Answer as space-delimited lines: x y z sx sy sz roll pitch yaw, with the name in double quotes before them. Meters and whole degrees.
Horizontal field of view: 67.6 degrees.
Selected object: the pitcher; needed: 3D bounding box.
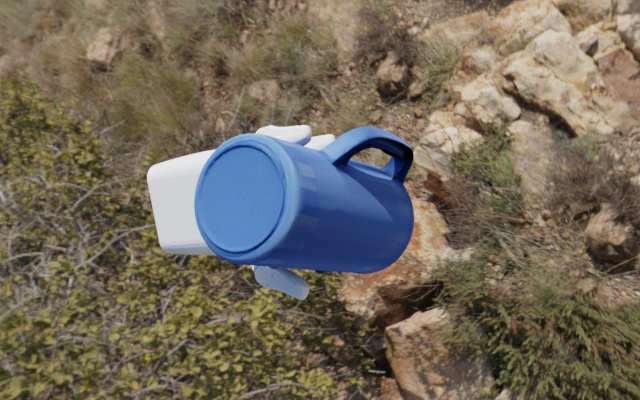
"pitcher" 0.000 0.002 0.481 0.145 0.149 0.243 -5 -9 29
